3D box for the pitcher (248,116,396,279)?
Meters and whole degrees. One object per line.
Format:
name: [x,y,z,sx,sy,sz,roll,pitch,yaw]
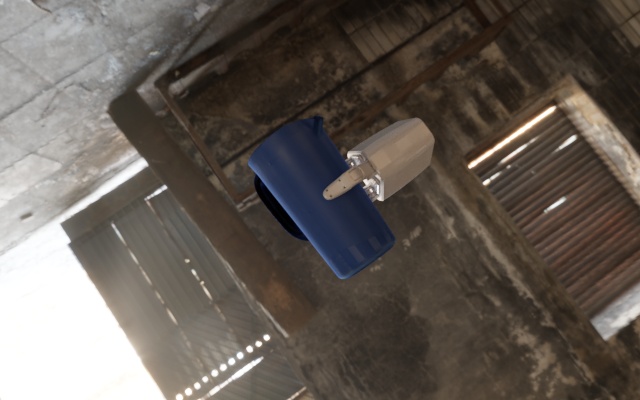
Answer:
pitcher: [0.000,0.002,0.754,0.145,0.243,0.149,-35,-6,-8]
